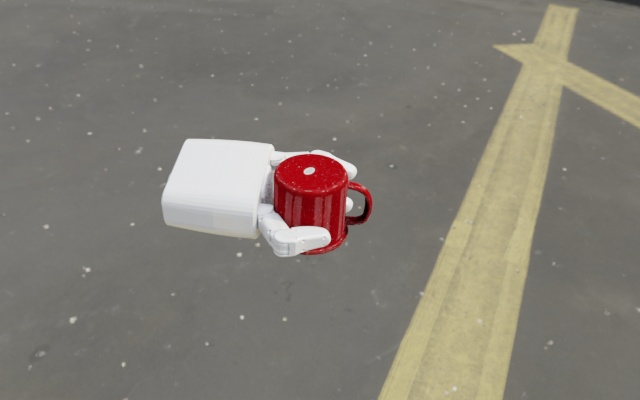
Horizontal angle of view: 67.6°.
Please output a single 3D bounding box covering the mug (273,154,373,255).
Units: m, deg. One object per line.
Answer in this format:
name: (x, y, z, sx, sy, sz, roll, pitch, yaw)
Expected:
mug: (0.002, 0.002, 0.537, 0.117, 0.082, 0.093, 5, 36, 3)
